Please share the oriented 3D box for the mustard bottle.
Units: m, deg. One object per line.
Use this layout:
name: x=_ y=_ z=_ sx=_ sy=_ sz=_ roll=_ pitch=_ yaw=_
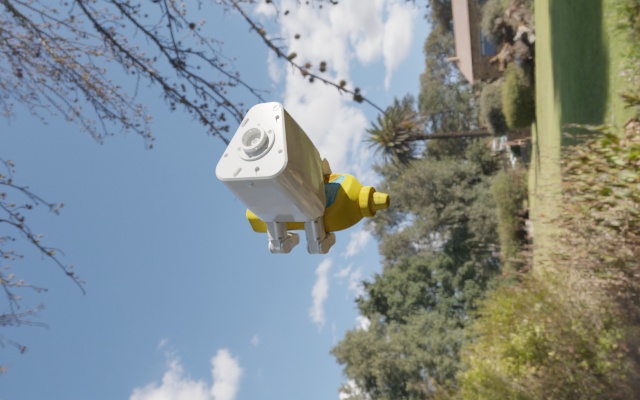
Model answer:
mustard bottle: x=0.000 y=0.002 z=0.654 sx=0.191 sy=0.058 sz=0.096 roll=-1 pitch=38 yaw=25
